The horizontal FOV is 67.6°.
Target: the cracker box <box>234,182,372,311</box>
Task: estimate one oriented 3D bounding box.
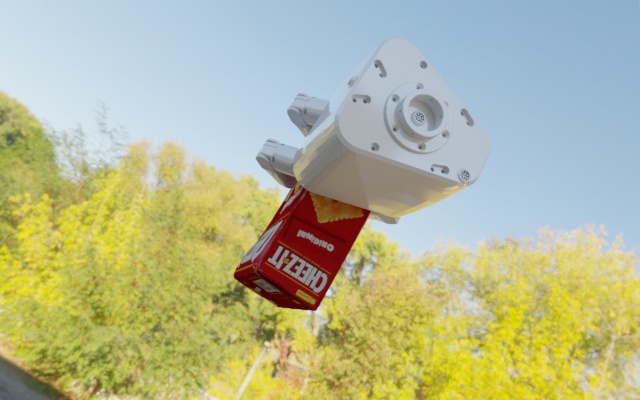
[{"bbox_3d":[0.000,0.002,0.491,0.072,0.213,0.164,34,-18,-7],"label":"cracker box"}]
